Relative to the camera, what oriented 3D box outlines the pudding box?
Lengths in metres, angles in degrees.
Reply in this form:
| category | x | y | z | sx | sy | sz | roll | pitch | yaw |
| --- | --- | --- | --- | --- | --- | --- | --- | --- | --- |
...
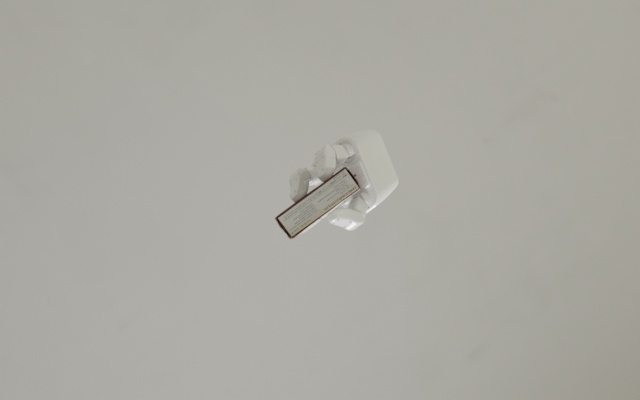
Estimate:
| category | x | y | z | sx | sy | sz | roll | pitch | yaw |
| --- | --- | --- | --- | --- | --- | --- | --- | --- | --- |
| pudding box | 0.000 | 0.002 | 0.632 | 0.113 | 0.039 | 0.090 | -38 | -3 | 4 |
